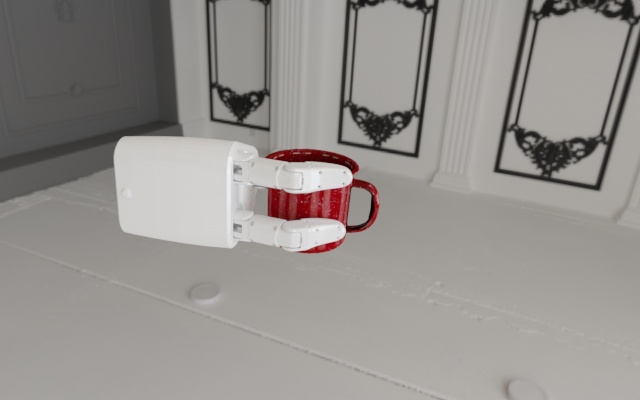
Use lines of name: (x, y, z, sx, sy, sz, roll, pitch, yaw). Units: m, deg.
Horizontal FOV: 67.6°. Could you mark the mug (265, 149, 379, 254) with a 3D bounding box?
mug: (0.002, 0.002, 0.478, 0.117, 0.081, 0.093, 7, 22, 6)
